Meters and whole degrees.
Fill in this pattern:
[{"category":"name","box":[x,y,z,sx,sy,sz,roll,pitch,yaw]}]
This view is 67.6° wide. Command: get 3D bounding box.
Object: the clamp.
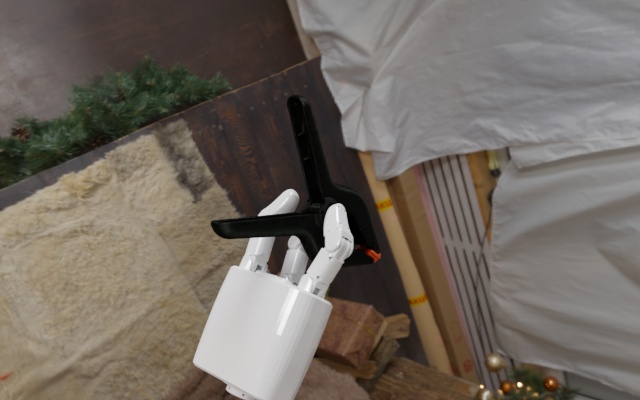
[{"category":"clamp","box":[0.001,0.002,0.514,0.210,0.164,0.036,34,-17,-37]}]
